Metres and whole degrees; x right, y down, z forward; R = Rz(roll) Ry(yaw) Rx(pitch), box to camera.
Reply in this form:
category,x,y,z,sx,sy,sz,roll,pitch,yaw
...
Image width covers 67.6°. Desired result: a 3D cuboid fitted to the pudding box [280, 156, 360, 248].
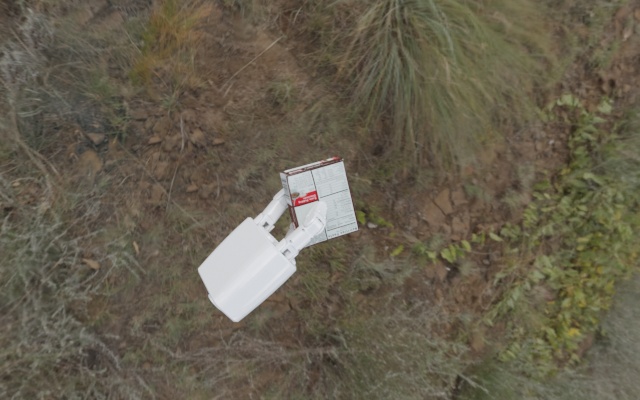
category,x,y,z,sx,sy,sz,roll,pitch,yaw
pudding box,0.000,0.002,0.688,0.090,0.113,0.039,-17,15,-14
